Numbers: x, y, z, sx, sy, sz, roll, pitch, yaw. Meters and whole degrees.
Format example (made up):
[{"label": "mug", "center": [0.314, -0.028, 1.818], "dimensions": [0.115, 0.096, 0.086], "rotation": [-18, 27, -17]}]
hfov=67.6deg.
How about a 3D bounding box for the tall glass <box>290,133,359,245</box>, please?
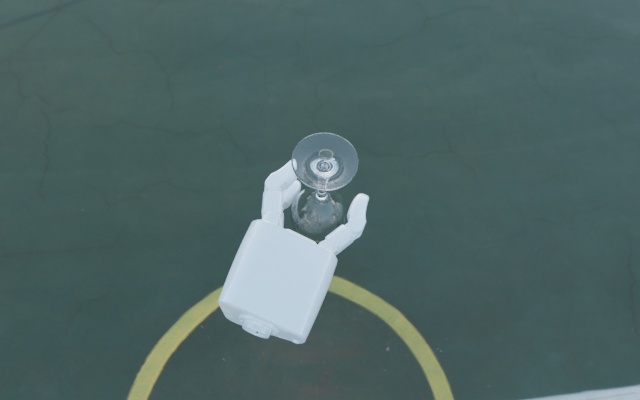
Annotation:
[{"label": "tall glass", "center": [0.000, 0.002, 0.611], "dimensions": [0.079, 0.079, 0.201], "rotation": [0, -27, -3]}]
